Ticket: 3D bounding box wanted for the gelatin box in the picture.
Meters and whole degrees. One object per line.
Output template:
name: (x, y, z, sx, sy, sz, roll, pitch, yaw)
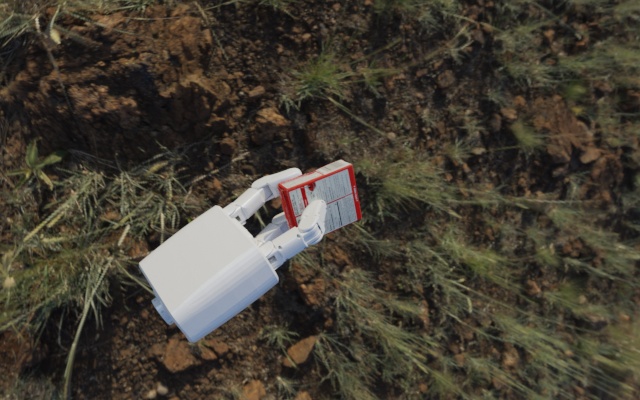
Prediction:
gelatin box: (0.001, 0.002, 0.558, 0.089, 0.073, 0.030, -23, 27, -20)
